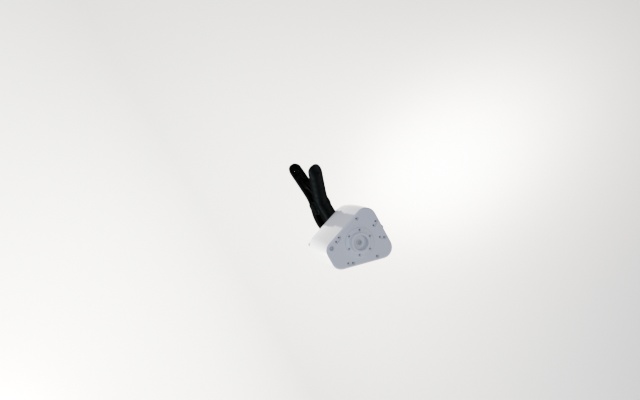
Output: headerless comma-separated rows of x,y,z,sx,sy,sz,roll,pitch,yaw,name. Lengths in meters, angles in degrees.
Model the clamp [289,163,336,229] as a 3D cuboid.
0.000,0.003,0.884,0.039,0.171,0.120,-31,7,-12,clamp
